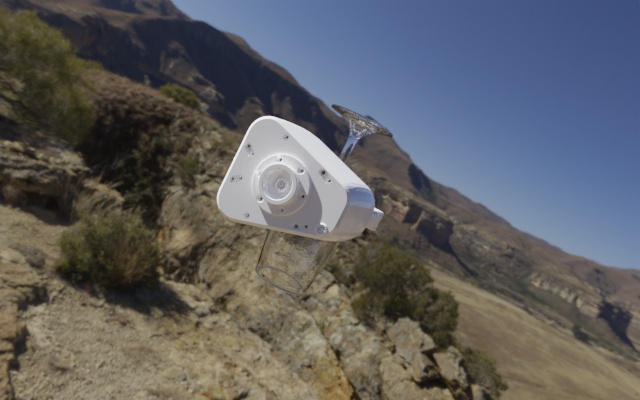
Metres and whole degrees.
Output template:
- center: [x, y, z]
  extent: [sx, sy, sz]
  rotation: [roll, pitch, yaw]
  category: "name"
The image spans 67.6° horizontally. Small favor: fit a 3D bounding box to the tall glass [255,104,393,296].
- center: [0.000, 0.001, 0.523]
  extent: [0.079, 0.201, 0.079]
  rotation: [27, 5, -2]
  category: "tall glass"
